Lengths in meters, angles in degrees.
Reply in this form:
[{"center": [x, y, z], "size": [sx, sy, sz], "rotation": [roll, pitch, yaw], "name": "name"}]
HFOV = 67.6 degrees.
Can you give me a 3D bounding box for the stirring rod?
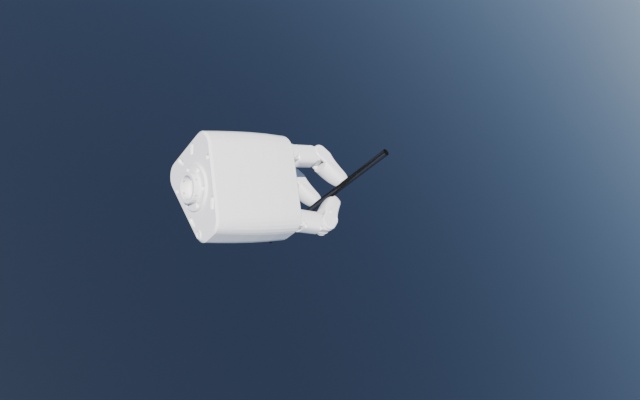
[{"center": [0.000, 0.002, 0.612], "size": [0.011, 0.011, 0.240], "rotation": [0, -28, -43], "name": "stirring rod"}]
